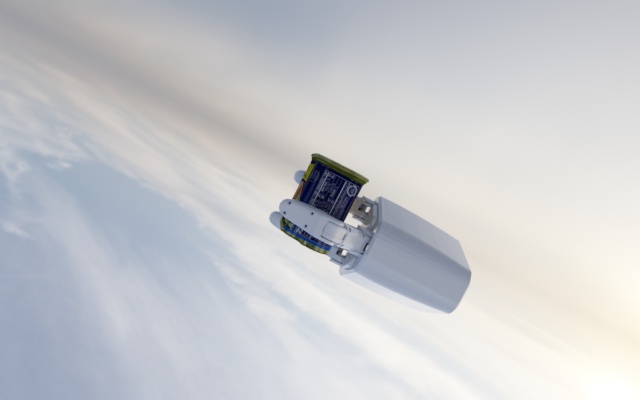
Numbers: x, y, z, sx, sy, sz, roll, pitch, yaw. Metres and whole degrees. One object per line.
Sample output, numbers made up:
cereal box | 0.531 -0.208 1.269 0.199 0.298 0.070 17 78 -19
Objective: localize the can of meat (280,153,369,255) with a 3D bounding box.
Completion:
can of meat | 0.000 0.002 0.488 0.057 0.084 0.102 27 3 -7
